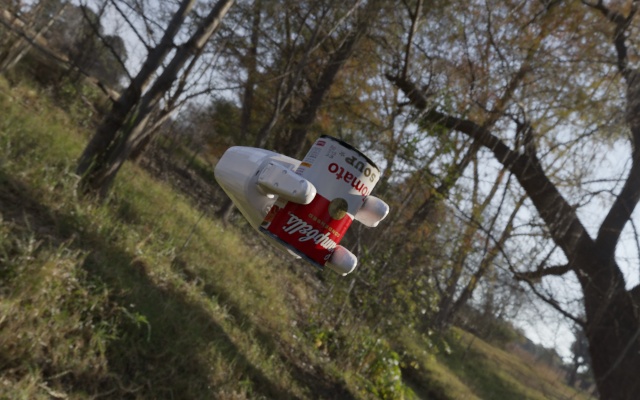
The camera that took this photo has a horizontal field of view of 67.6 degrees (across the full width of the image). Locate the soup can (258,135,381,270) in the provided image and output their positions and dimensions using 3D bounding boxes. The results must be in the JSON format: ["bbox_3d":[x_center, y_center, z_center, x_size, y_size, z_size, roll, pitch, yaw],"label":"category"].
[{"bbox_3d":[0.000,0.001,0.427,0.068,0.102,0.068,32,-7,4],"label":"soup can"}]
